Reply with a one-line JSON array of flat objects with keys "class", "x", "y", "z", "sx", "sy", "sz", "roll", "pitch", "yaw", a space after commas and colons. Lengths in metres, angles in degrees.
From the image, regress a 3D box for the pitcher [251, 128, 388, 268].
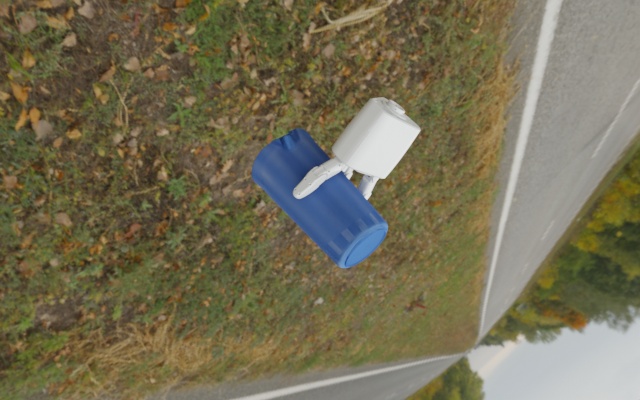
[{"class": "pitcher", "x": 0.000, "y": 0.003, "z": 0.838, "sx": 0.242, "sy": 0.145, "sz": 0.149, "roll": 47, "pitch": 23, "yaw": 24}]
